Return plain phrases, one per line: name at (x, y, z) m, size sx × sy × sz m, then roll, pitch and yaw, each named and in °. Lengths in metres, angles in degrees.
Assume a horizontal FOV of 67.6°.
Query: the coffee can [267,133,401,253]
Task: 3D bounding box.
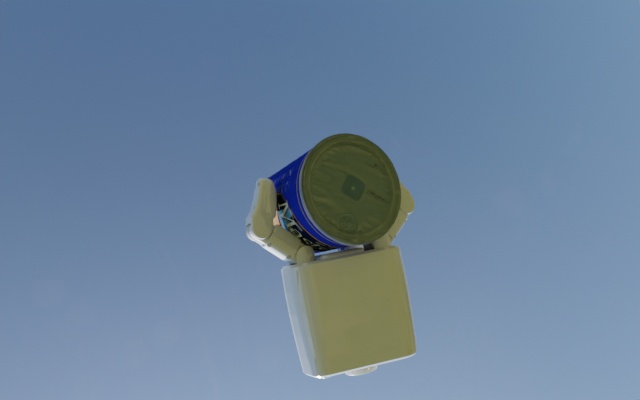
coffee can at (0.000, 0.001, 0.488) m, size 0.103 × 0.103 × 0.140 m, roll 0°, pitch -11°, yaw -26°
